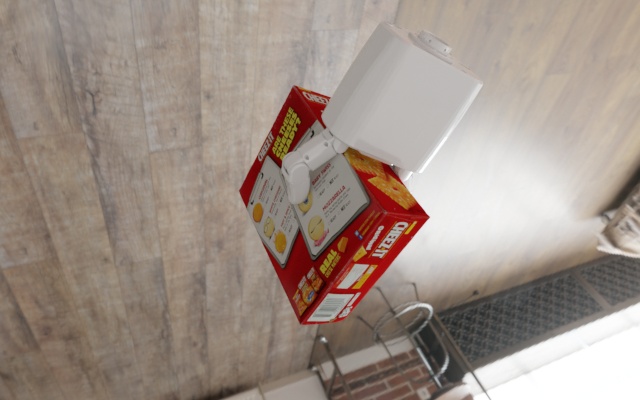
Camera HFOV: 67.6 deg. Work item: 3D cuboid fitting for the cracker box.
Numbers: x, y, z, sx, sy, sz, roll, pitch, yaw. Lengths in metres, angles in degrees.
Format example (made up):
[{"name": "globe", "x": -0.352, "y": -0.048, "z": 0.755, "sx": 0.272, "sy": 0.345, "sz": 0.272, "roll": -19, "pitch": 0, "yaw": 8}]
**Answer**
[{"name": "cracker box", "x": 0.000, "y": 0.002, "z": 0.532, "sx": 0.072, "sy": 0.164, "sz": 0.213, "roll": 8, "pitch": 37, "yaw": -38}]
